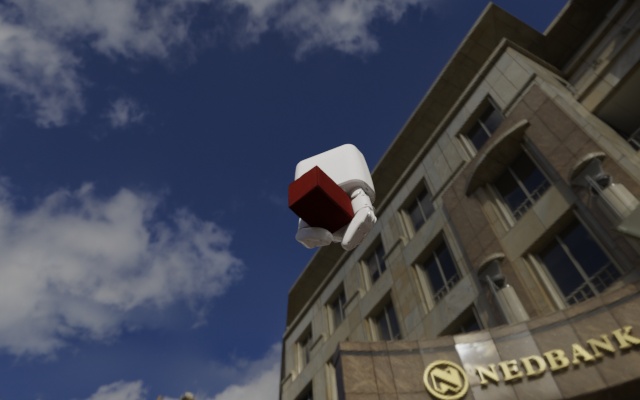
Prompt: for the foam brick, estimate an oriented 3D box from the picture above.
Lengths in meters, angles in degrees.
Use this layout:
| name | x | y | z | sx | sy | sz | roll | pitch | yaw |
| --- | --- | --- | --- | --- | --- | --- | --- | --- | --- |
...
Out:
| name | x | y | z | sx | sy | sz | roll | pitch | yaw |
| --- | --- | --- | --- | --- | --- | --- | --- | --- | --- |
| foam brick | 0.000 | 0.002 | 0.646 | 0.053 | 0.051 | 0.078 | -34 | -57 | 21 |
